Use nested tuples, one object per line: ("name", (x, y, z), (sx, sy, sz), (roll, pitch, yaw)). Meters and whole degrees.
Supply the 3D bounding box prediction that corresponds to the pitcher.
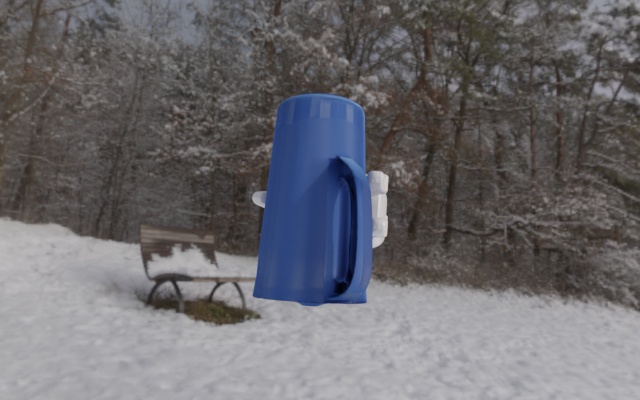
("pitcher", (0.000, 0.002, 0.565), (0.149, 0.243, 0.145), (1, -8, 16))
